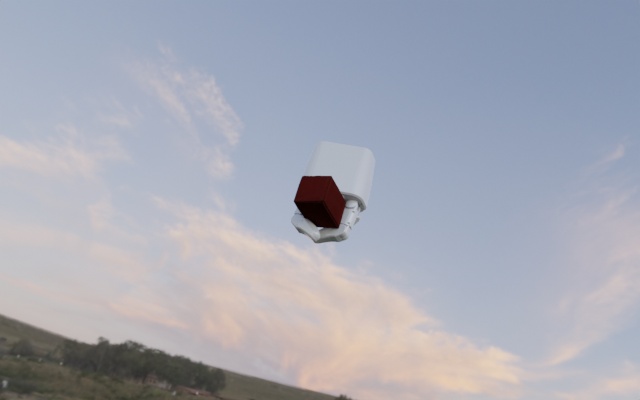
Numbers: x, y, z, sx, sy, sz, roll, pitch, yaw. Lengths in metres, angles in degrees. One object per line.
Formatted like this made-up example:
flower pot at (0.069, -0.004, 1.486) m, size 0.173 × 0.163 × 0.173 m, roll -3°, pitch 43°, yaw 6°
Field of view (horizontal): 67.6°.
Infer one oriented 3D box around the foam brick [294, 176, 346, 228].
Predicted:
foam brick at (0.000, 0.002, 0.758) m, size 0.053 × 0.051 × 0.078 m, roll 2°, pitch -33°, yaw 25°
